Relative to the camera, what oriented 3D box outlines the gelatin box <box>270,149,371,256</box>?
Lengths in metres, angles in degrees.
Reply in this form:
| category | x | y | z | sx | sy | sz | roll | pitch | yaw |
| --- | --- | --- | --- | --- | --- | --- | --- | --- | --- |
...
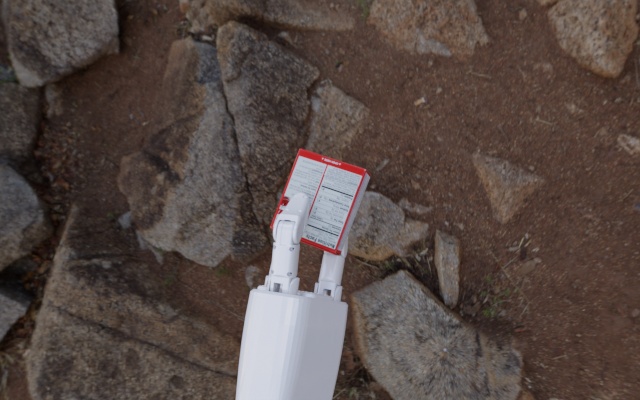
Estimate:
| category | x | y | z | sx | sy | sz | roll | pitch | yaw |
| --- | --- | --- | --- | --- | --- | --- | --- | --- | --- |
| gelatin box | 0.000 | 0.001 | 0.477 | 0.073 | 0.089 | 0.030 | 19 | -4 | 17 |
